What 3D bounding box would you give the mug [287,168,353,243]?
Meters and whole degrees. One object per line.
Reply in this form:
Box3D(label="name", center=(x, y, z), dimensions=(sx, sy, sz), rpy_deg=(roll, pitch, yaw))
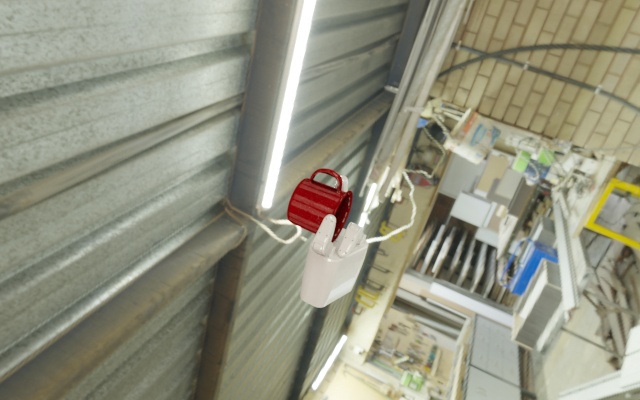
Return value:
Box3D(label="mug", center=(0.000, 0.001, 0.783), dimensions=(0.081, 0.117, 0.093), rpy_deg=(22, 27, 16))
